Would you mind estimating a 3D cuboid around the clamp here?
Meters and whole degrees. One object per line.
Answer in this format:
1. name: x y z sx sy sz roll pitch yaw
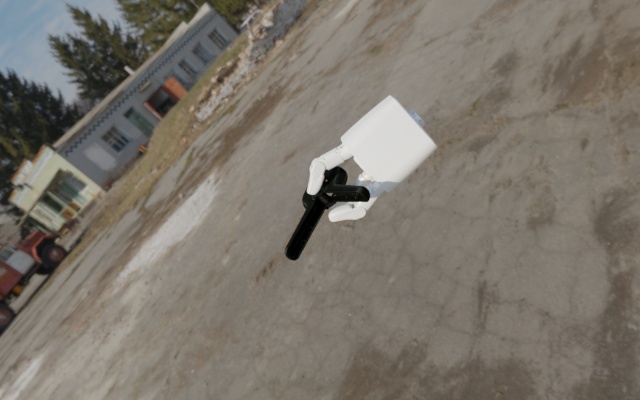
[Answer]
1. clamp: 0.000 0.002 0.789 0.036 0.164 0.210 43 13 -21
